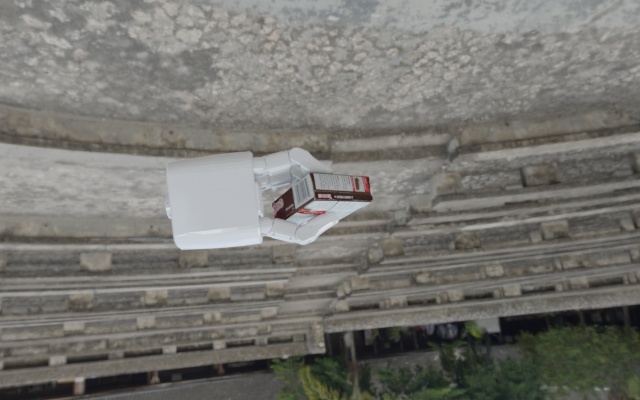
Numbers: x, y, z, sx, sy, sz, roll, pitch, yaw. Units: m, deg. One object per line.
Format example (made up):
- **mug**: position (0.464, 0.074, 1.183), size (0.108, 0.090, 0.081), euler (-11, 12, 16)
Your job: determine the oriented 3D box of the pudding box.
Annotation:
- **pudding box**: position (0.000, 0.002, 0.628), size (0.090, 0.039, 0.113), euler (1, -19, -31)
